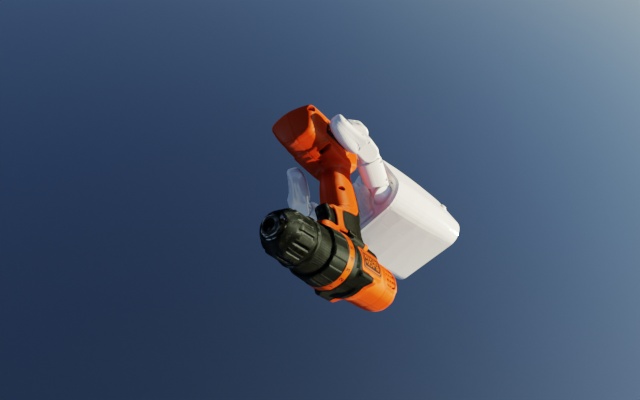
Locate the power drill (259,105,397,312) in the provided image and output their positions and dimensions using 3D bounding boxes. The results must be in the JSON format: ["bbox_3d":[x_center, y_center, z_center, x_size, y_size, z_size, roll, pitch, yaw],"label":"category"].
[{"bbox_3d":[0.000,0.001,0.453,0.057,0.187,0.184,-25,-37,21],"label":"power drill"}]
